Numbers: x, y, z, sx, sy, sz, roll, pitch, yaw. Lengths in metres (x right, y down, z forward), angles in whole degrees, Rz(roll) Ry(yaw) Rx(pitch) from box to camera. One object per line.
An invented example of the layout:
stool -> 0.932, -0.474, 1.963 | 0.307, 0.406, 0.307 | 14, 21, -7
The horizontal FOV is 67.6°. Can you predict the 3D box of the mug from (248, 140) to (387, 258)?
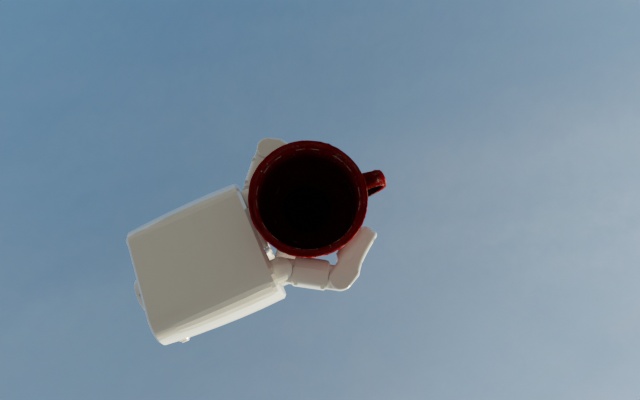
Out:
mug -> 0.001, 0.001, 0.408 | 0.117, 0.093, 0.081 | -22, -10, -6
